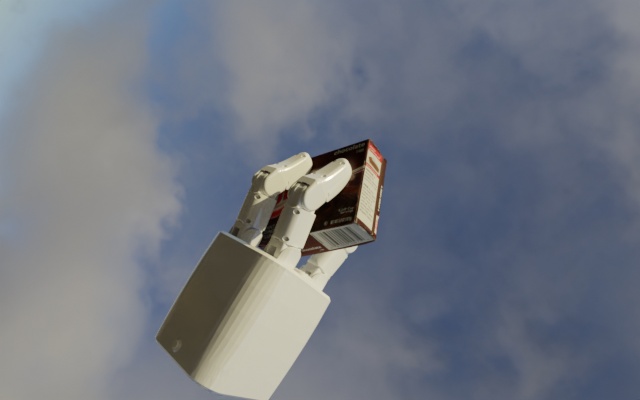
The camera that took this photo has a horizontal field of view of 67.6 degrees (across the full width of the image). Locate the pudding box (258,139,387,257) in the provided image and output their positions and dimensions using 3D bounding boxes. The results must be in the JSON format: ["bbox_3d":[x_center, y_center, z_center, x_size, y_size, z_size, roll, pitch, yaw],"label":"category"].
[{"bbox_3d":[0.000,0.002,0.433,0.113,0.090,0.039,-13,-41,32],"label":"pudding box"}]
